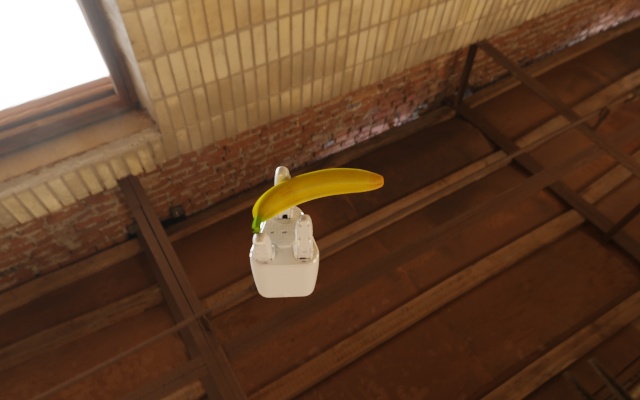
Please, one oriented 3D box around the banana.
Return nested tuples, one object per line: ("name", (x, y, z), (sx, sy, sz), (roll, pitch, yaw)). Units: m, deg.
("banana", (-0.012, -0.009, 0.647), (0.198, 0.069, 0.037), (-22, -37, -19))
